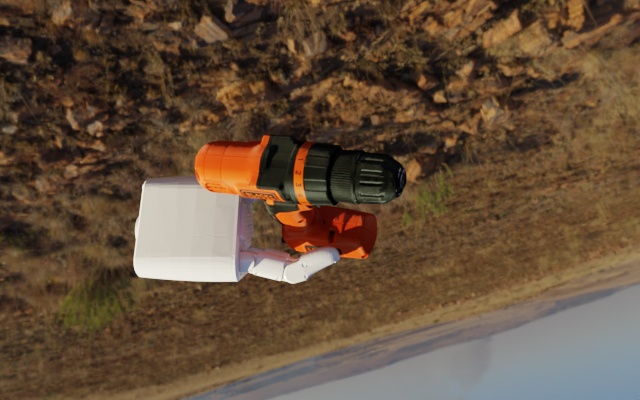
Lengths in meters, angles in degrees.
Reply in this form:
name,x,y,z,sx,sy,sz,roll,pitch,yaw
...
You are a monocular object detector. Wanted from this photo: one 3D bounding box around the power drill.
name,x,y,z,sx,sy,sz,roll,pitch,yaw
power drill,0.000,0.002,0.456,0.184,0.057,0.188,7,-21,22
